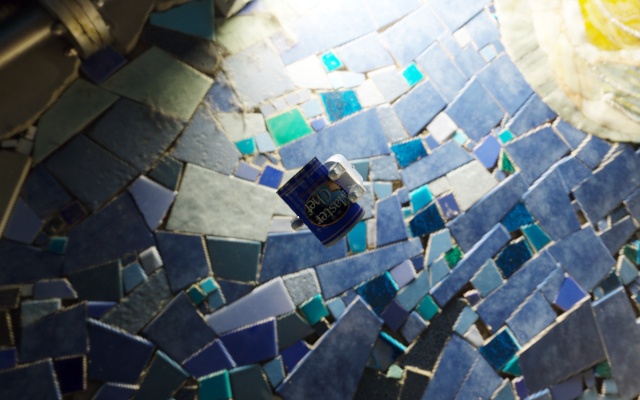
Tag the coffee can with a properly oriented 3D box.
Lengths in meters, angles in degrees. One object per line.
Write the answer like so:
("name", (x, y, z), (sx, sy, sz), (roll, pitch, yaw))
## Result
("coffee can", (0.000, 0.003, 0.893), (0.103, 0.140, 0.103), (-42, 5, 5))
